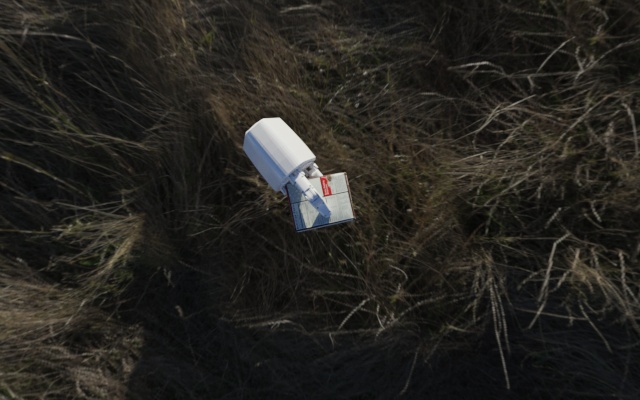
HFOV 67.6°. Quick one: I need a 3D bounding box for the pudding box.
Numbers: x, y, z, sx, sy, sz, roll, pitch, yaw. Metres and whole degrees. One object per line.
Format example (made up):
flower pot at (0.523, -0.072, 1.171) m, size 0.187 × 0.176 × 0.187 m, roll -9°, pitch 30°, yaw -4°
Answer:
pudding box at (0.000, 0.003, 0.861) m, size 0.113 × 0.090 × 0.039 m, roll -12°, pitch -3°, yaw 2°
